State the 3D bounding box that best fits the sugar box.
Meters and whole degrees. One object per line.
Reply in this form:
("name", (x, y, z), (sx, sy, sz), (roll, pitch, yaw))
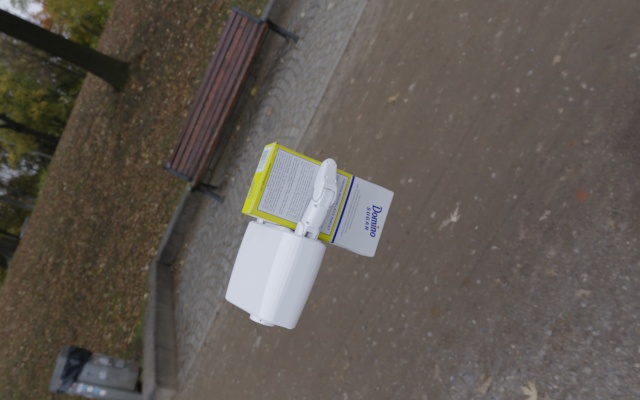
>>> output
("sugar box", (0.000, 0.002, 0.609), (0.176, 0.093, 0.048), (22, -8, -23))
